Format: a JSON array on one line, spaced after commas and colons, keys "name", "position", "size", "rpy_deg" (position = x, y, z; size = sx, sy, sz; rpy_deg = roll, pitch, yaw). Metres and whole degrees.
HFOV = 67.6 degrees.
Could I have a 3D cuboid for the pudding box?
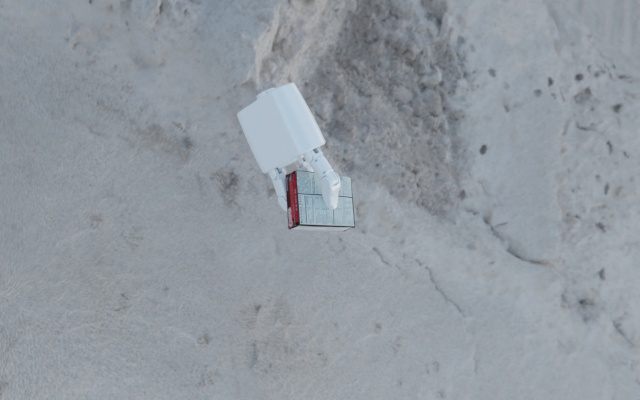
[{"name": "pudding box", "position": [0.000, 0.002, 0.769], "size": [0.113, 0.090, 0.039], "rpy_deg": [4, -14, -32]}]
